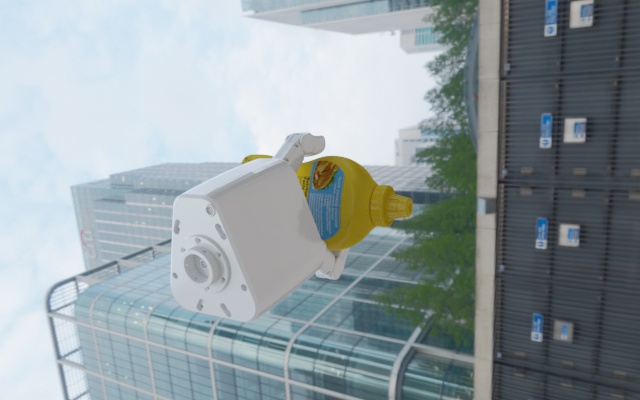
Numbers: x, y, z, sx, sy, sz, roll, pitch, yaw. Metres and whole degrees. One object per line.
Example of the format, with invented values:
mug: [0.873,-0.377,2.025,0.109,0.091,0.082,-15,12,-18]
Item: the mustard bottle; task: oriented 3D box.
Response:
mustard bottle: [0.000,0.002,0.495,0.191,0.096,0.058,3,-5,28]
